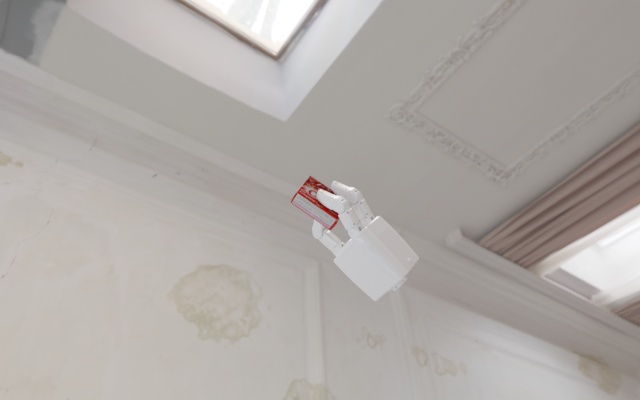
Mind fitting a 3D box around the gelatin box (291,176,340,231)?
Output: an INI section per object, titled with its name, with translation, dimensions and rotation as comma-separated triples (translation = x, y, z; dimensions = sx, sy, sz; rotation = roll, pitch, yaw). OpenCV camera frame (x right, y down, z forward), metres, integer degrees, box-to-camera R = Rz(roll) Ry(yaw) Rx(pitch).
[gelatin box]
translation = 0.000, 0.003, 0.856
dimensions = 0.089, 0.030, 0.073
rotation = 34, 33, 0
